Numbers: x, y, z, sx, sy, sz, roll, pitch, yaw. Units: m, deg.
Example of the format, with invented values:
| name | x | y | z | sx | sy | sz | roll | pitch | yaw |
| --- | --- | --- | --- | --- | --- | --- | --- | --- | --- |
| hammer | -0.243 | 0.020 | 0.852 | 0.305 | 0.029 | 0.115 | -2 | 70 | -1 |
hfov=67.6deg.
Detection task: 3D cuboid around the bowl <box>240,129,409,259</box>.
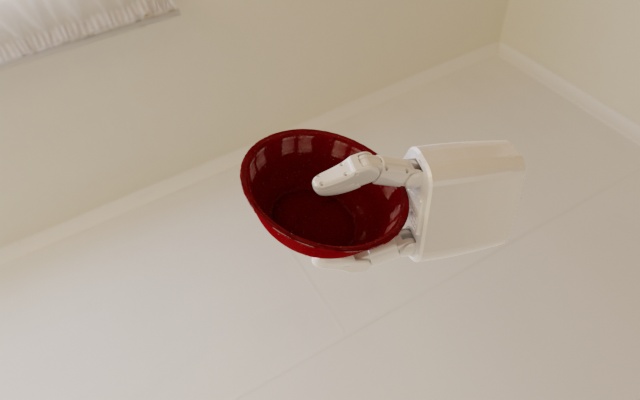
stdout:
| name | x | y | z | sx | sy | sz | roll | pitch | yaw |
| --- | --- | --- | --- | --- | --- | --- | --- | --- | --- |
| bowl | -0.001 | 0.002 | 0.461 | 0.162 | 0.162 | 0.055 | 0 | -44 | -20 |
